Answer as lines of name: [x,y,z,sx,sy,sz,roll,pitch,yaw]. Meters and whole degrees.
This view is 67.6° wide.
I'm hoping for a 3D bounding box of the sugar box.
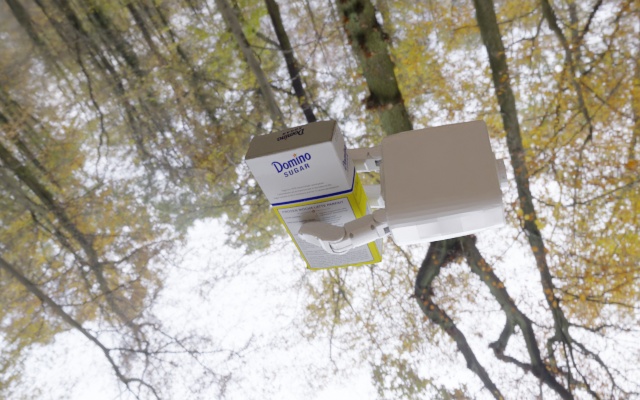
sugar box: [0.000,0.001,0.511,0.093,0.176,0.048,-9,39,19]
